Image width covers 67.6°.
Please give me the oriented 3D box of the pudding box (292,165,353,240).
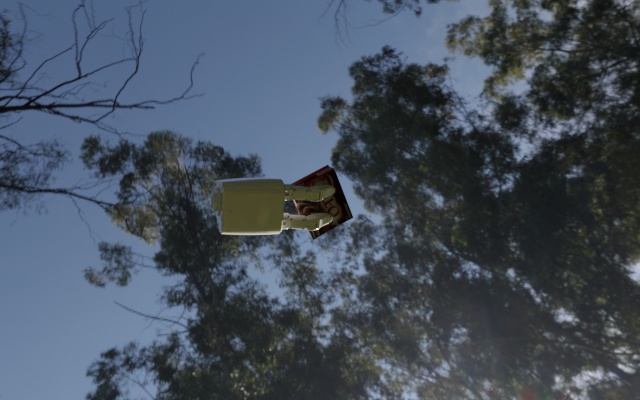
[{"bbox_3d":[0.000,0.003,0.889,0.090,0.113,0.039,-28,30,-9],"label":"pudding box"}]
